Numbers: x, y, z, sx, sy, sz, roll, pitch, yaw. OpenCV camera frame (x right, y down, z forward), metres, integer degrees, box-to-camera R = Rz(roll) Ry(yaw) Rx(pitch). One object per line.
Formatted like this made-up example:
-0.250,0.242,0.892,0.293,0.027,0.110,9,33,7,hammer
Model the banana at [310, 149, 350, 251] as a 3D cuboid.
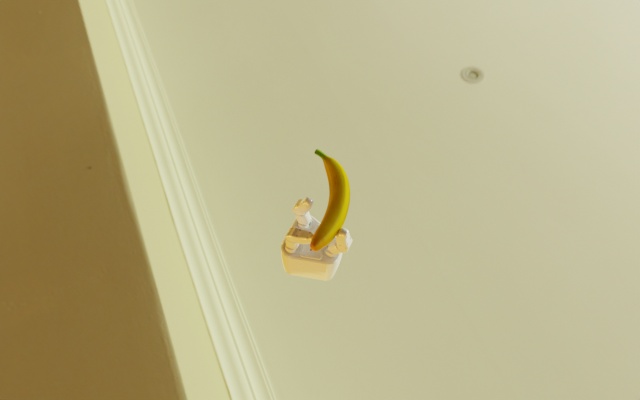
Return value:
0.019,0.001,0.851,0.069,0.197,0.037,4,-27,-5,banana
